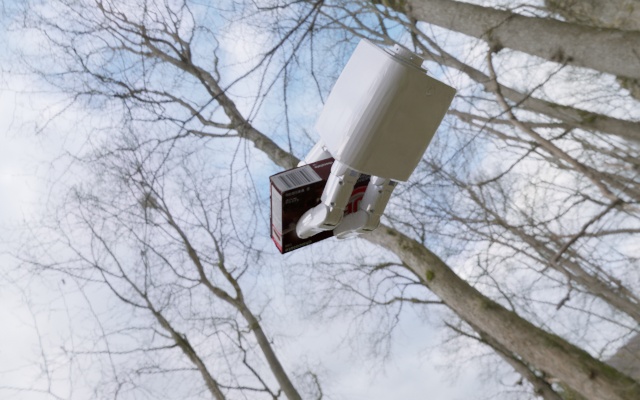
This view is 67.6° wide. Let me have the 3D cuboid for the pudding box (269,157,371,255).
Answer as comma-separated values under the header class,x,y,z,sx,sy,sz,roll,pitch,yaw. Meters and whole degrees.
class,x,y,z,sx,sy,sz,roll,pitch,yaw
pudding box,0.000,0.002,0.528,0.113,0.090,0.039,-16,43,-22
